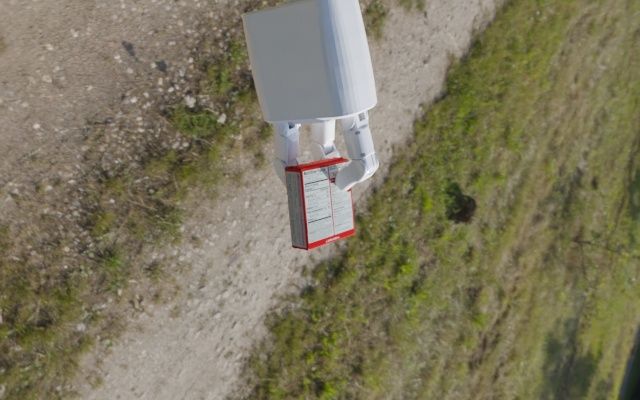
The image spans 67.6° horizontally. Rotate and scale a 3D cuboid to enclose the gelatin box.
[{"bbox_3d":[0.000,0.002,0.517,0.073,0.089,0.030,-15,15,-42],"label":"gelatin box"}]
